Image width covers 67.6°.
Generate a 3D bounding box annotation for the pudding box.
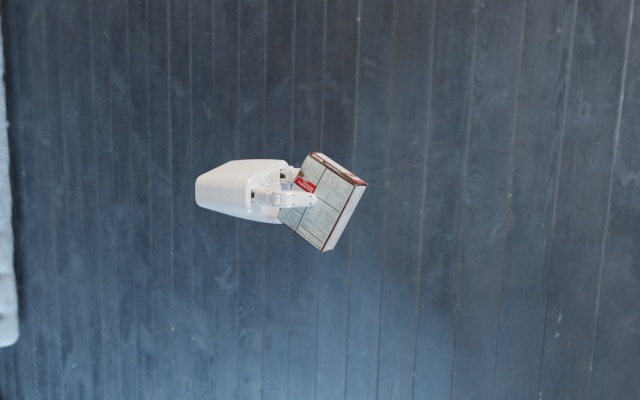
[{"bbox_3d":[0.000,0.002,0.666,0.090,0.113,0.039,35,22,23],"label":"pudding box"}]
